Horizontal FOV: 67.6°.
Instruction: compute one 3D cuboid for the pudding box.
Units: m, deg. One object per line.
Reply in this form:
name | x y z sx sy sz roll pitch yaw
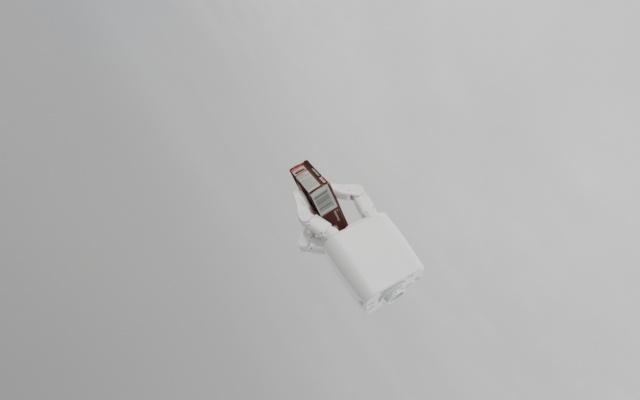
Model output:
pudding box | 0.000 0.002 0.762 0.039 0.114 0.090 -30 37 -9
